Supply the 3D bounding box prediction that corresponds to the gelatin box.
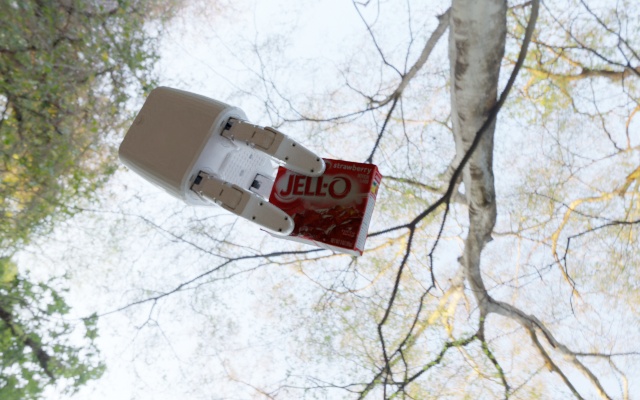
[{"bbox_3d":[0.001,0.002,0.404,0.089,0.073,0.030,11,-14,23],"label":"gelatin box"}]
